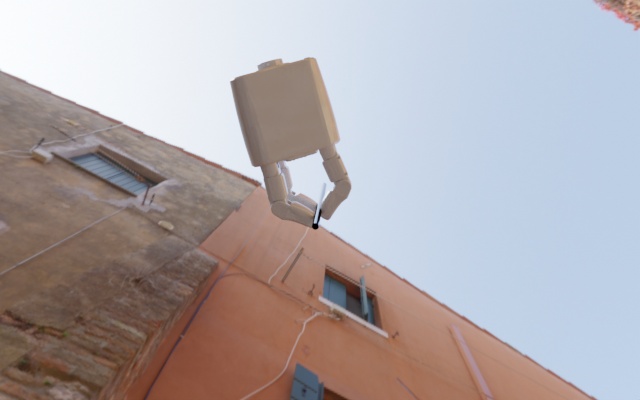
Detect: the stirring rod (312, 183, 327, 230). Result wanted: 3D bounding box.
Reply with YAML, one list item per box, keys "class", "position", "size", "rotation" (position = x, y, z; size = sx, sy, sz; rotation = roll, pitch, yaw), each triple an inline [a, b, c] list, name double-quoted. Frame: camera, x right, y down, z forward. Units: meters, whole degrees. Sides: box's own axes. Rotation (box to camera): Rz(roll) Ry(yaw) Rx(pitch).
- class: "stirring rod"
  position: [0.000, 0.002, 0.655]
  size: [0.011, 0.011, 0.239]
  rotation: [0, 13, 3]
